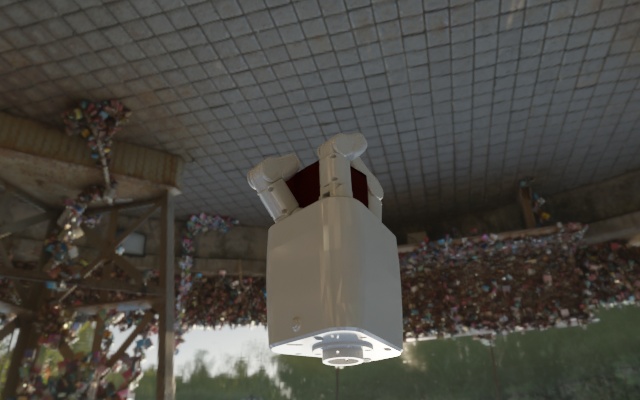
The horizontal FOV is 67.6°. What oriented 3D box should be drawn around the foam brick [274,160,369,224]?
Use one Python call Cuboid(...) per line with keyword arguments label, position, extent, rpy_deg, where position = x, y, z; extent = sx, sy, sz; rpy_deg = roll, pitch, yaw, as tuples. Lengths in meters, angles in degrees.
Cuboid(label="foam brick", position=(0.000, 0.002, 0.456), extent=(0.053, 0.051, 0.078), rpy_deg=(26, -39, -36))
